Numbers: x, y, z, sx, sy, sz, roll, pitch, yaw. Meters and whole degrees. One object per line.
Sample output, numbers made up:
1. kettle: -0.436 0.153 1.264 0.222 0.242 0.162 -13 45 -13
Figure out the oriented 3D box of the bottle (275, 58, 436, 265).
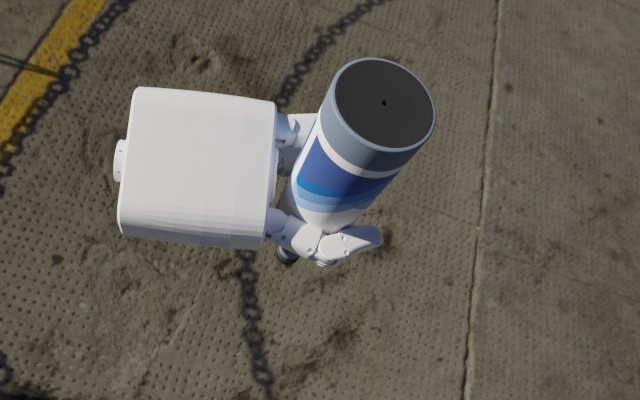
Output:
1. bottle: 0.000 0.001 0.409 0.069 0.069 0.296 0 -24 -16
